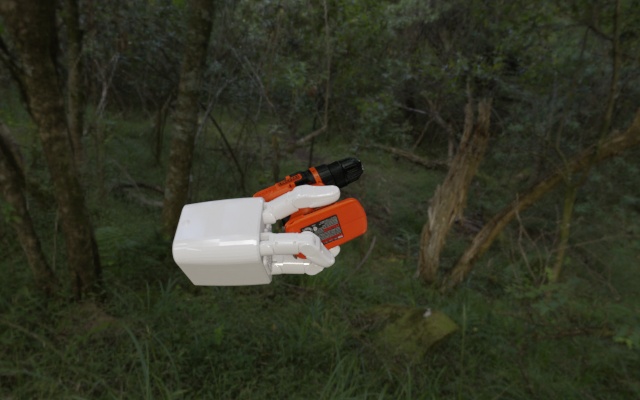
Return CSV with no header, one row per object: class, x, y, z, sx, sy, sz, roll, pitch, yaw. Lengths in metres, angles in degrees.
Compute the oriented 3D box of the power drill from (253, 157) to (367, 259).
power drill,0.000,0.002,0.686,0.184,0.057,0.187,-25,23,-6
